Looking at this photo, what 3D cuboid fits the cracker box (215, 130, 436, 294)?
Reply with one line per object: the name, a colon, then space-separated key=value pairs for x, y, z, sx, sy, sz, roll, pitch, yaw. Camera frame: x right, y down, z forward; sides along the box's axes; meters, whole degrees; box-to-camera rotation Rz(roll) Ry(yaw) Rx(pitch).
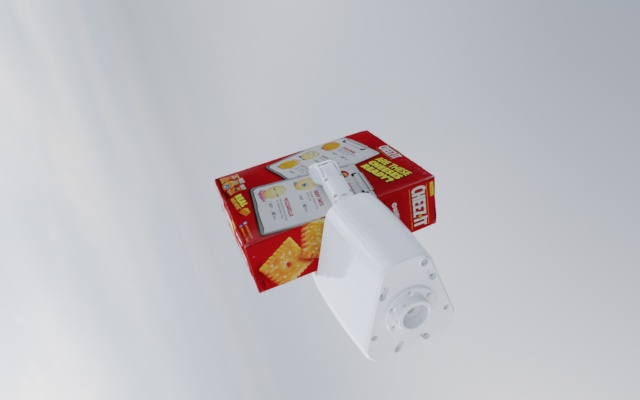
cracker box: x=0.000 y=0.002 z=0.560 sx=0.213 sy=0.072 sz=0.164 roll=-19 pitch=32 yaw=-14
